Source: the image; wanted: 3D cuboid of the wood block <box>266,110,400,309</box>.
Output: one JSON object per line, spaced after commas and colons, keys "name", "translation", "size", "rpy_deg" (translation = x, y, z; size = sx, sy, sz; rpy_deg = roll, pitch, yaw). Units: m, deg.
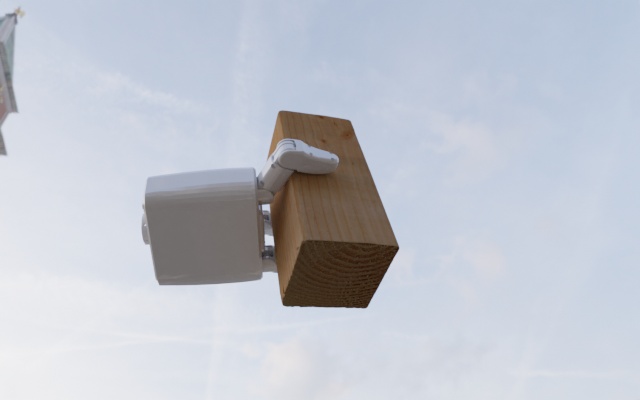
{"name": "wood block", "translation": [0.000, 0.001, 0.501], "size": [0.090, 0.091, 0.206], "rpy_deg": [5, 40, -17]}
